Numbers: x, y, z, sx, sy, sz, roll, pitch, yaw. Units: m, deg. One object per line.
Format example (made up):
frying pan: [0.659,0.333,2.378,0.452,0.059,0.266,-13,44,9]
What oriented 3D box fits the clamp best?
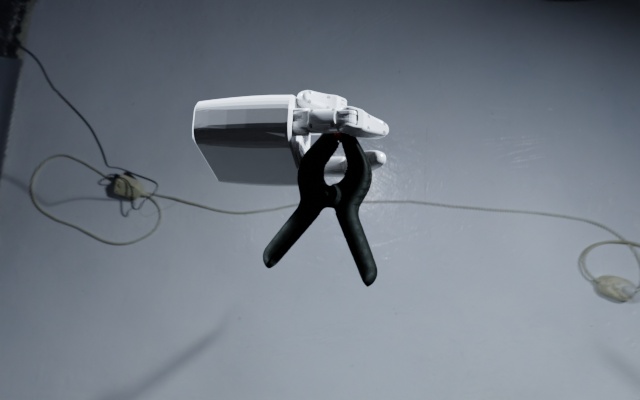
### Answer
clamp: [0.000,0.001,0.498,0.120,0.171,0.039,0,-12,9]
